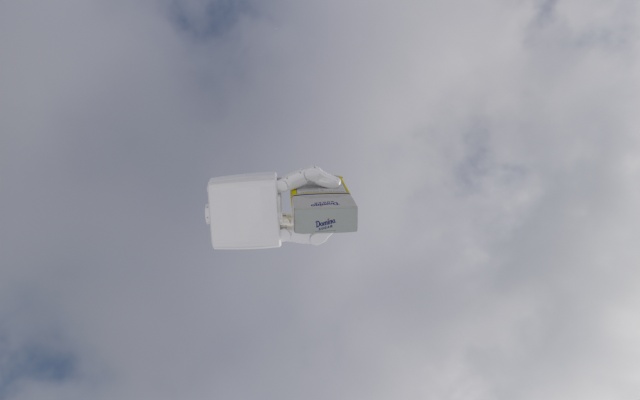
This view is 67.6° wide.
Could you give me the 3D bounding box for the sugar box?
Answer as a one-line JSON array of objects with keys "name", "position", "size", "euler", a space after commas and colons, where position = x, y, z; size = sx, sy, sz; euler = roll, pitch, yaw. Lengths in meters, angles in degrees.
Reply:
[{"name": "sugar box", "position": [0.000, 0.003, 0.751], "size": [0.093, 0.048, 0.176], "euler": [-2, 20, -4]}]
